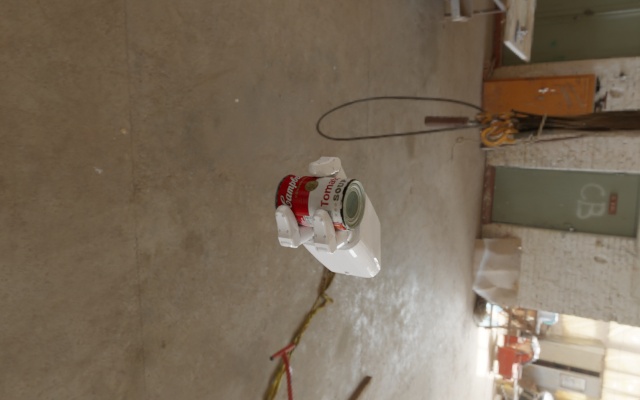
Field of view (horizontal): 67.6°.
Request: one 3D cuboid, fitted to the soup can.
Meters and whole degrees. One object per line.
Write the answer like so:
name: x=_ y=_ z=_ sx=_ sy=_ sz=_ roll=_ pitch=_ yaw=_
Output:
soup can: x=0.000 y=0.002 z=0.632 sx=0.102 sy=0.068 sz=0.068 roll=5 pitch=3 yaw=30
